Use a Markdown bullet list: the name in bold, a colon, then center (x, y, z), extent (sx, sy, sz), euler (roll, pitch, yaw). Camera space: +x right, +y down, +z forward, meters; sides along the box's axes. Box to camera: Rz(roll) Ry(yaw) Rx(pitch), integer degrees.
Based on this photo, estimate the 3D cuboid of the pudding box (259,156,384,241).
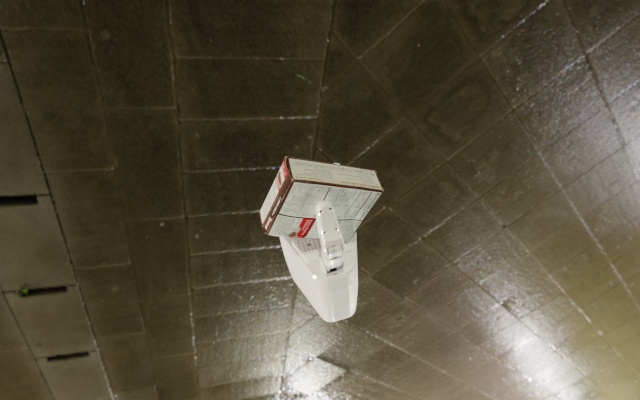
- **pudding box**: center (0.000, 0.002, 0.528), extent (0.113, 0.039, 0.090), euler (5, -46, -28)
